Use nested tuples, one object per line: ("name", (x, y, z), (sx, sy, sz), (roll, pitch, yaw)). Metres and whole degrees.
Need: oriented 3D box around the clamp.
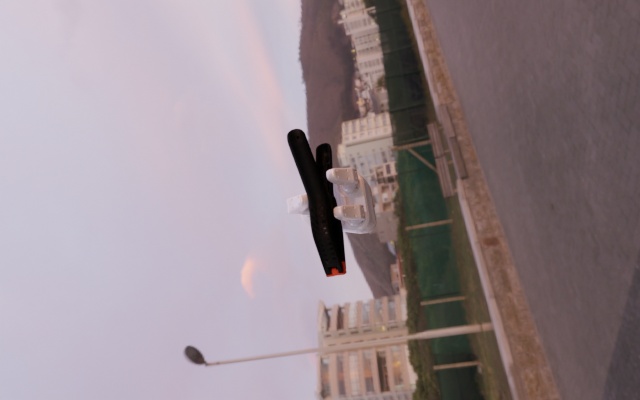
("clamp", (-0.001, 0.003, 0.674), (0.036, 0.210, 0.164), (-12, -10, 15))
